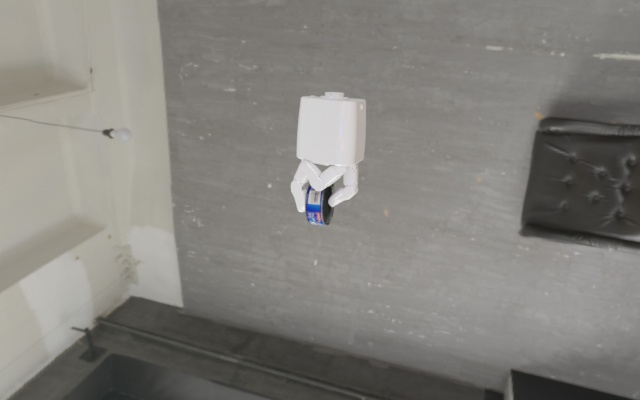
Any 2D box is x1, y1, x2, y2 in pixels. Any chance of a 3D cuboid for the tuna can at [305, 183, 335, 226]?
[{"bbox_3d":[0.000,0.003,0.881,0.034,0.086,0.086,4,1,16],"label":"tuna can"}]
